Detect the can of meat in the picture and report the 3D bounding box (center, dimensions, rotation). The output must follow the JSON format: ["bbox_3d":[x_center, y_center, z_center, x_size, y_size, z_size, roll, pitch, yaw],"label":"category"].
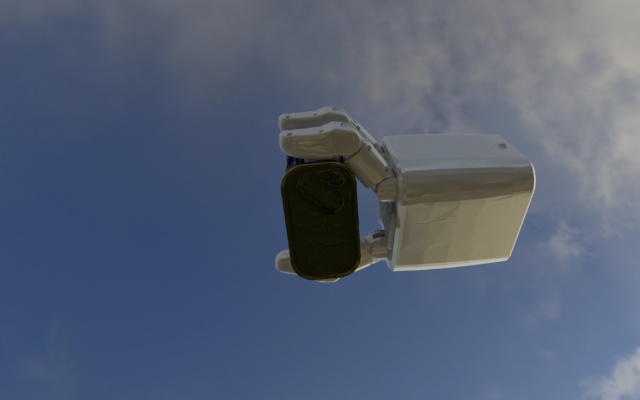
[{"bbox_3d":[0.000,0.001,0.407,0.057,0.102,0.084,-6,26,0],"label":"can of meat"}]
